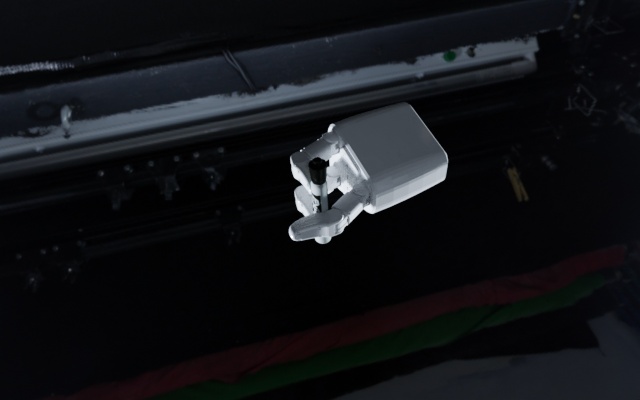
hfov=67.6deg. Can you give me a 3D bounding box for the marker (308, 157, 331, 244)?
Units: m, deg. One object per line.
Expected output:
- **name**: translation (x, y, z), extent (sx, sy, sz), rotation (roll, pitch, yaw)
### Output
- **marker**: translation (0.000, 0.002, 0.514), extent (0.020, 0.020, 0.121), rotation (0, -44, 4)
